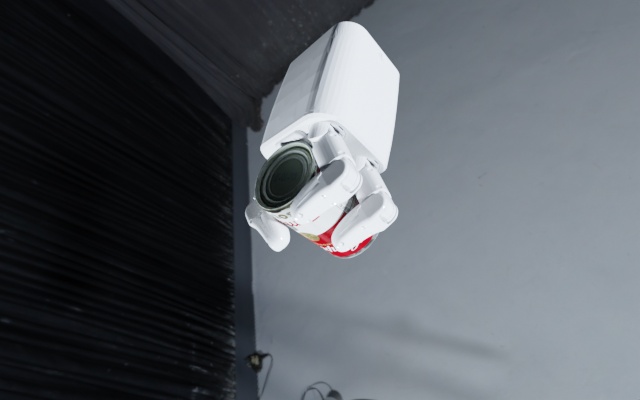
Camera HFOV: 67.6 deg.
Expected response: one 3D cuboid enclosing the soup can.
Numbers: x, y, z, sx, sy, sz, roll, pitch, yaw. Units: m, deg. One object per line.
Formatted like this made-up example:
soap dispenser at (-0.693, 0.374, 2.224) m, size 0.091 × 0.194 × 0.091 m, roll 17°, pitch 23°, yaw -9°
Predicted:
soup can at (0.000, 0.002, 0.423) m, size 0.068 × 0.068 × 0.102 m, roll 0°, pitch -26°, yaw 42°
